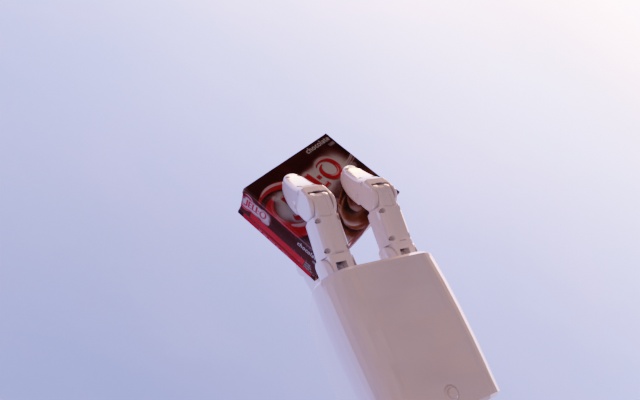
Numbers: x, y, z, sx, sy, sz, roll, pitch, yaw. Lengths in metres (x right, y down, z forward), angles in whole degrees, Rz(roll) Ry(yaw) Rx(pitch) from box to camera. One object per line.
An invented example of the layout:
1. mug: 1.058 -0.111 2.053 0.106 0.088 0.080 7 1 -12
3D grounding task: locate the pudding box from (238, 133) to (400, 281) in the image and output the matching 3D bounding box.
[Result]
1. pudding box: 0.000 0.001 0.411 0.113 0.090 0.039 -39 -16 -41
